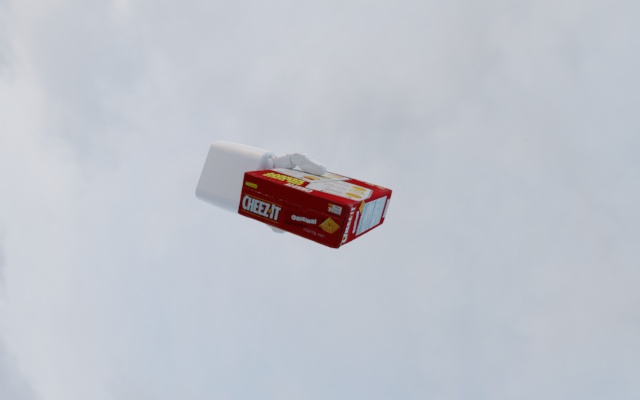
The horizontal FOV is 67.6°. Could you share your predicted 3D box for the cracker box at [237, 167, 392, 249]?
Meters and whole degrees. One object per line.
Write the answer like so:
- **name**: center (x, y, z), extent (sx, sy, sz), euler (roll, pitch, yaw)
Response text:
- **cracker box**: center (0.000, 0.002, 0.737), extent (0.164, 0.072, 0.213), euler (17, 13, 21)
